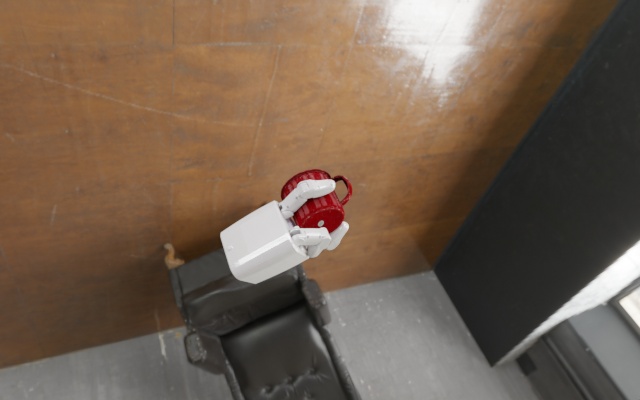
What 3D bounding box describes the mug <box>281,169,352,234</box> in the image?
[{"bbox_3d":[0.001,0.002,0.794,0.117,0.081,0.093,-29,-35,5],"label":"mug"}]
